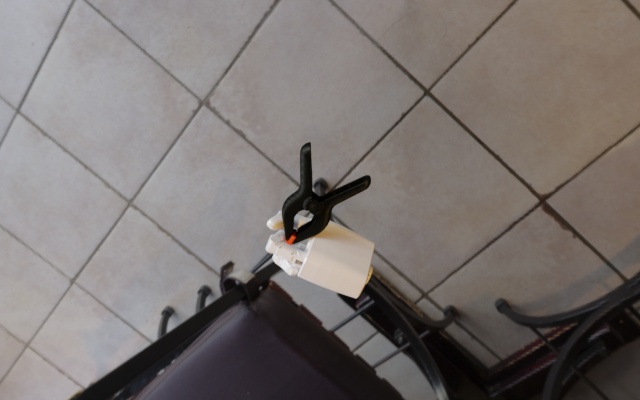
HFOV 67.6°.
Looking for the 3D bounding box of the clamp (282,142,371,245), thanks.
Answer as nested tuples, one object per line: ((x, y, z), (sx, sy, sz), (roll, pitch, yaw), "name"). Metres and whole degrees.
((0.000, 0.003, 0.758), (0.120, 0.171, 0.039), (23, 26, -2), "clamp")
